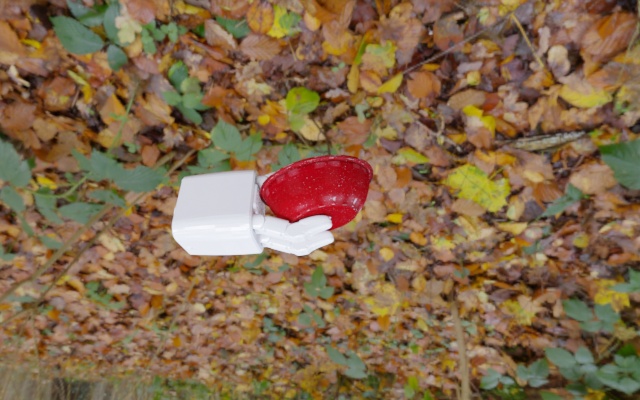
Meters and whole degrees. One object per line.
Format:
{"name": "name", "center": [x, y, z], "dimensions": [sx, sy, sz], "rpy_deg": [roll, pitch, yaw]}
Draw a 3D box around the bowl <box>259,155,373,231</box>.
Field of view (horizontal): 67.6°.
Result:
{"name": "bowl", "center": [0.001, 0.002, 0.653], "dimensions": [0.162, 0.055, 0.162], "rpy_deg": [-11, -25, -5]}
